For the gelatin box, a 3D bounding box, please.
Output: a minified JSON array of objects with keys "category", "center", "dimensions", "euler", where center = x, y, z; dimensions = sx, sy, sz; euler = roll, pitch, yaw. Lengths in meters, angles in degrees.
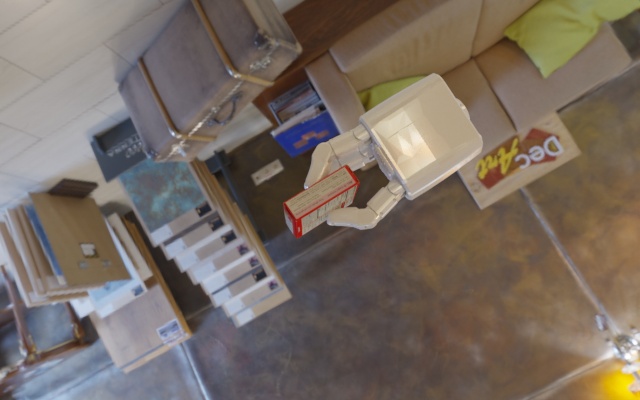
[{"category":"gelatin box","center":[0.000,0.002,0.566],"dimensions":[0.089,0.030,0.073],"euler":[-33,-15,-12]}]
